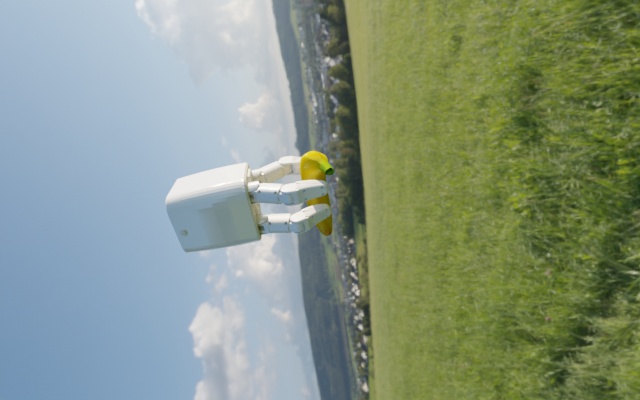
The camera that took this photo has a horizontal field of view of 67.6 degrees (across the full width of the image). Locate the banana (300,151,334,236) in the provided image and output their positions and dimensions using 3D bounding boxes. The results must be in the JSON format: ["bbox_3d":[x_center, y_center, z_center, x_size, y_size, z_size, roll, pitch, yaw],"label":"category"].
[{"bbox_3d":[-0.005,-0.015,0.682,0.037,0.069,0.198,-14,-27,-5],"label":"banana"}]
